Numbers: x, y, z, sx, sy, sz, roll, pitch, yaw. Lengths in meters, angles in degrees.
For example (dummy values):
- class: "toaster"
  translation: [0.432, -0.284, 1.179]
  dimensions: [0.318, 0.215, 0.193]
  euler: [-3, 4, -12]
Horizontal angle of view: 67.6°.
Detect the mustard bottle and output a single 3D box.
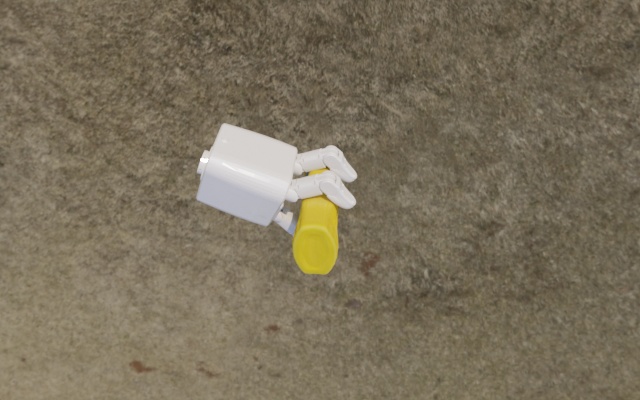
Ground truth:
- class: "mustard bottle"
  translation: [0.000, 0.002, 0.667]
  dimensions: [0.058, 0.096, 0.191]
  euler: [1, 43, 5]
